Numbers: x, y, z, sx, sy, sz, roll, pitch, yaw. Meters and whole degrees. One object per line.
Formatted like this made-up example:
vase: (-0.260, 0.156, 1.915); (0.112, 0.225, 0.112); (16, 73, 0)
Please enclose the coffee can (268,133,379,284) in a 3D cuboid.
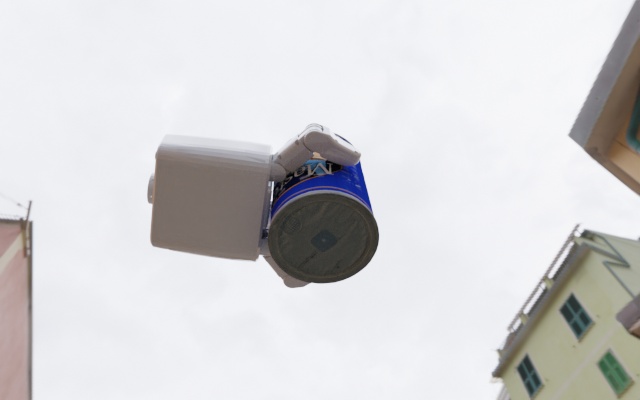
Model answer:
coffee can: (0.000, 0.002, 0.495); (0.103, 0.103, 0.140); (0, 31, -3)
